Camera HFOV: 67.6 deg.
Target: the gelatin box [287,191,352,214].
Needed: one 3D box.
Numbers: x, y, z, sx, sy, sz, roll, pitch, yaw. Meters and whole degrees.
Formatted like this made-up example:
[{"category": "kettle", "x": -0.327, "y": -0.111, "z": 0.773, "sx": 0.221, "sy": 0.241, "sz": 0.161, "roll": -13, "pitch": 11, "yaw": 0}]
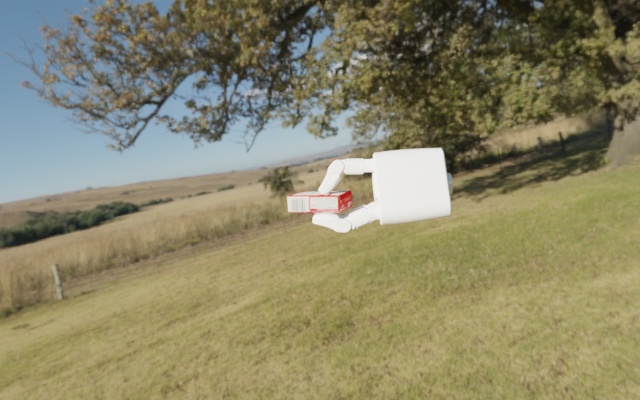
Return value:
[{"category": "gelatin box", "x": 0.000, "y": 0.002, "z": 0.769, "sx": 0.089, "sy": 0.030, "sz": 0.073, "roll": 0, "pitch": 7, "yaw": 18}]
